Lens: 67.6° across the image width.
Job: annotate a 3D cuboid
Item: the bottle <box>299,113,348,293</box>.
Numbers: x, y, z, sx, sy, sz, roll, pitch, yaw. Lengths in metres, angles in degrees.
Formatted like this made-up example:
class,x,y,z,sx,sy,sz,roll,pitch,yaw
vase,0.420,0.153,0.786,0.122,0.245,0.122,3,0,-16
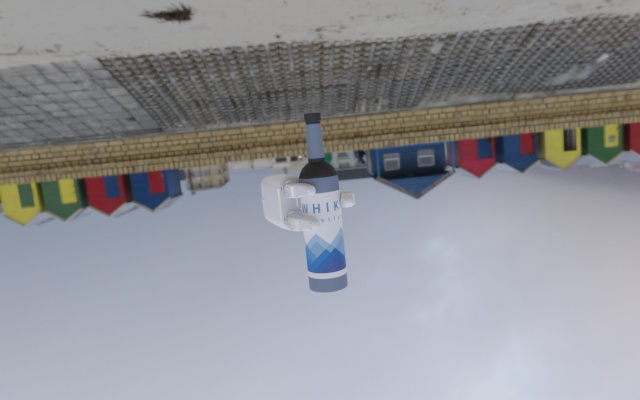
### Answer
class,x,y,z,sx,sy,sz,roll,pitch,yaw
bottle,0.000,0.003,0.801,0.069,0.296,0.069,-5,8,1
